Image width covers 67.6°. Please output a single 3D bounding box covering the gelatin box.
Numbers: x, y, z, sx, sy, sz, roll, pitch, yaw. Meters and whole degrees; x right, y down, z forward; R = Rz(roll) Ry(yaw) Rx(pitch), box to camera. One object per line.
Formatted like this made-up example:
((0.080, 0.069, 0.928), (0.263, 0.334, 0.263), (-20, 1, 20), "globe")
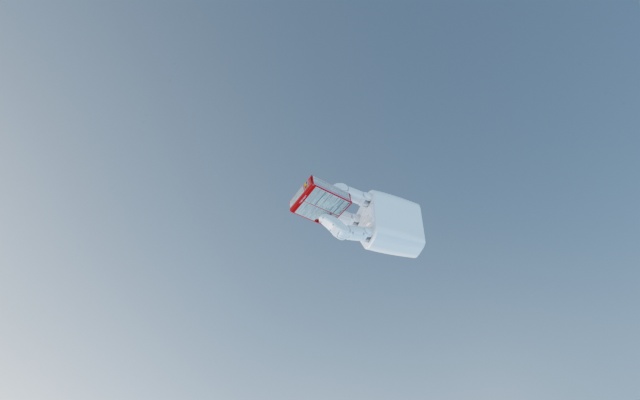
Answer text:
((0.000, 0.003, 0.853), (0.089, 0.030, 0.073), (24, -56, -28), "gelatin box")
